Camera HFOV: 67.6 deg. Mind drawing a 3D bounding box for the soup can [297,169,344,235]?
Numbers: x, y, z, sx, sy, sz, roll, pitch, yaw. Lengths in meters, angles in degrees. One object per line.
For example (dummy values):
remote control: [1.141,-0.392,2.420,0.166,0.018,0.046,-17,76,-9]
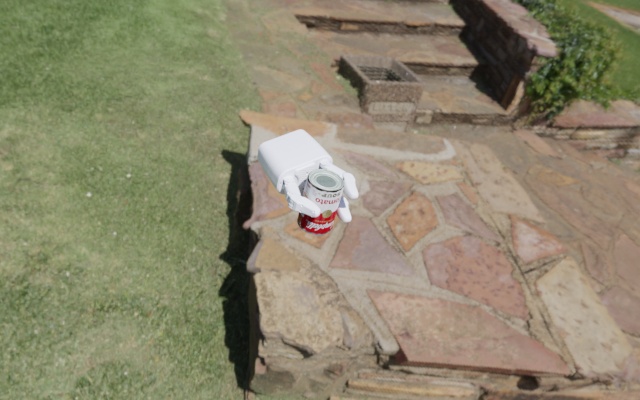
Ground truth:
soup can: [0.000,0.003,0.860,0.068,0.102,0.068,10,36,-7]
